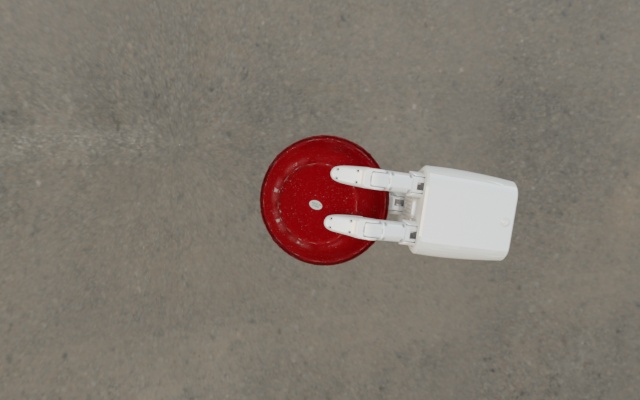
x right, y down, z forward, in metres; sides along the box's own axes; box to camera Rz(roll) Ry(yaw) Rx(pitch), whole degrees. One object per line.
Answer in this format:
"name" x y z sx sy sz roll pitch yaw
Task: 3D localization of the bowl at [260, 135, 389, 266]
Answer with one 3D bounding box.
"bowl" -0.001 0.002 0.564 0.162 0.162 0.055 0 3 8
